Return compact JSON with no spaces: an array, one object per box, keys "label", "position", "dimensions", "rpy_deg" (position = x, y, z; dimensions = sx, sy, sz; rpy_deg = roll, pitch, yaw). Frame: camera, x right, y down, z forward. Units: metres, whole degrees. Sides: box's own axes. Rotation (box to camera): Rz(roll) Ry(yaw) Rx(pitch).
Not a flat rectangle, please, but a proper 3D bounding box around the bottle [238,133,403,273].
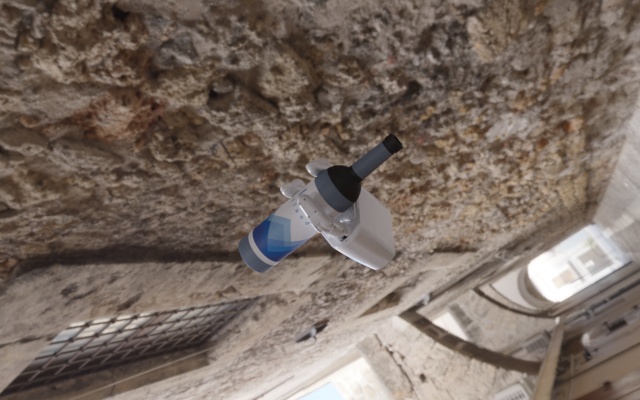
[{"label":"bottle","position":[0.000,0.002,0.718],"dimensions":[0.296,0.069,0.069],"rpy_deg":[-39,-15,20]}]
